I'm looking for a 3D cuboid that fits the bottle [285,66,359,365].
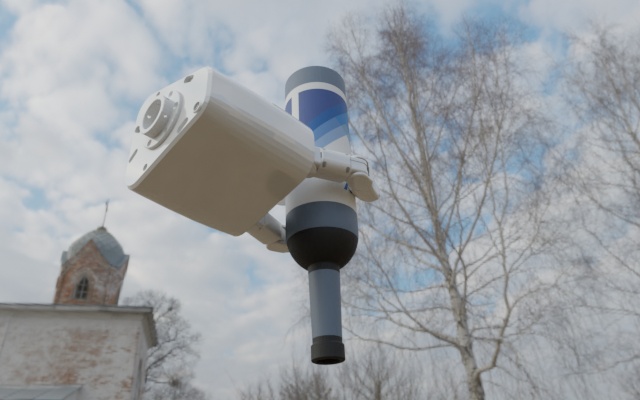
[{"bbox_3d":[0.000,0.001,0.453,0.069,0.295,0.069,-2,-31,-1],"label":"bottle"}]
